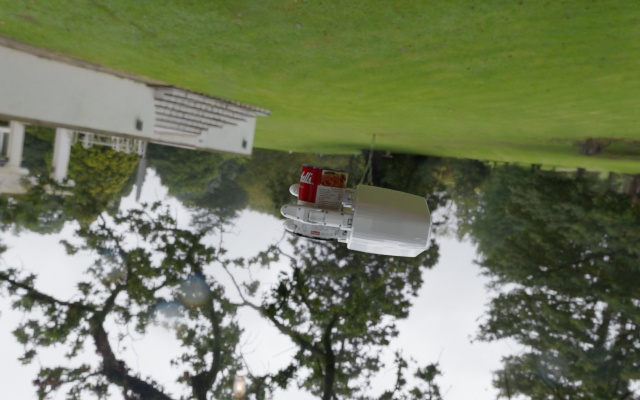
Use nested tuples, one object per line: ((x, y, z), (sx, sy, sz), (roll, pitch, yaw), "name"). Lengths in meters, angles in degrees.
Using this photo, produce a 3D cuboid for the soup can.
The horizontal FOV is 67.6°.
((0.000, 0.002, 0.689), (0.068, 0.102, 0.068), (9, 4, -1), "soup can")
